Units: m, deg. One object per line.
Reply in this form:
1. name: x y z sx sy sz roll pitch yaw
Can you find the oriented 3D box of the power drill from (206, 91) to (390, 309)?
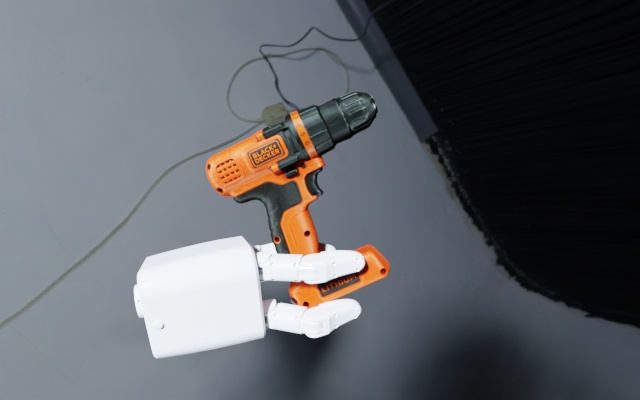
1. power drill: 0.000 0.002 0.488 0.184 0.187 0.057 -25 3 5
